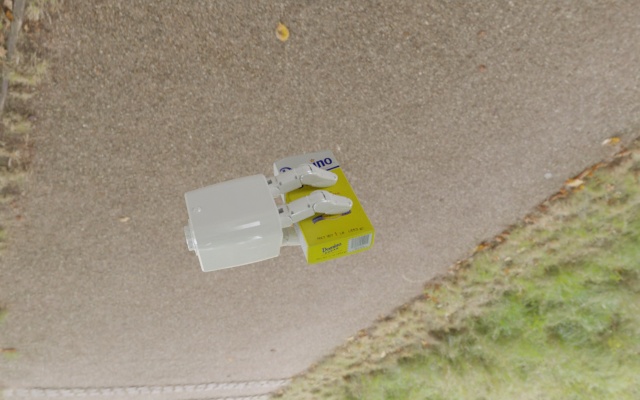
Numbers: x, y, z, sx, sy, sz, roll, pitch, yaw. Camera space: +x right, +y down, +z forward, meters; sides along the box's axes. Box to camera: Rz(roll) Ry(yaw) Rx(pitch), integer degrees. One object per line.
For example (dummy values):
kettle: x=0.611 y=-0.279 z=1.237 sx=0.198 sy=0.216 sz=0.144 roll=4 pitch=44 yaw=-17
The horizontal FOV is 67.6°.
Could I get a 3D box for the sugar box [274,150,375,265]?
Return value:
sugar box: x=0.000 y=0.002 z=0.670 sx=0.093 sy=0.176 sz=0.048 roll=-13 pitch=-41 yaw=-15
